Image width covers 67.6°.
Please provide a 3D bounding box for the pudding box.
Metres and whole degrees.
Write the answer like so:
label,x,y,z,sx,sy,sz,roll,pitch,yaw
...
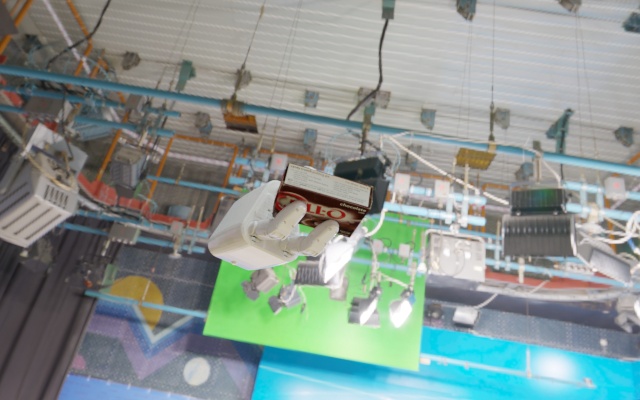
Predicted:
label,x,y,z,sx,sy,sz,roll,pitch,yaw
pudding box,0.000,0.002,0.609,0.113,0.039,0.090,14,-29,-7
